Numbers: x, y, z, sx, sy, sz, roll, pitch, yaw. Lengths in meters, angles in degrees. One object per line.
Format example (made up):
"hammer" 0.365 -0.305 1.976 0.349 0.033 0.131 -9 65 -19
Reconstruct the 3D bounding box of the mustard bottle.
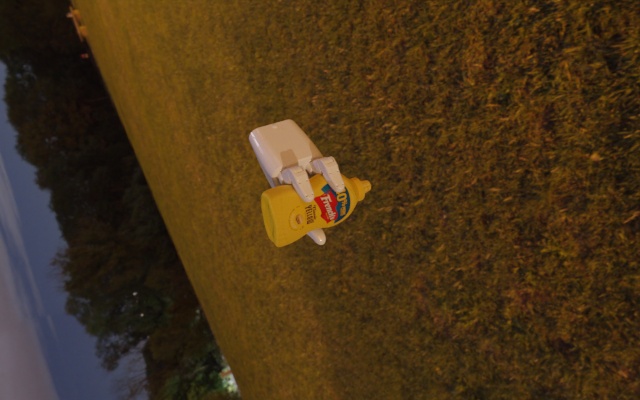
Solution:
"mustard bottle" 0.000 0.003 0.792 0.191 0.096 0.058 -20 31 -23
